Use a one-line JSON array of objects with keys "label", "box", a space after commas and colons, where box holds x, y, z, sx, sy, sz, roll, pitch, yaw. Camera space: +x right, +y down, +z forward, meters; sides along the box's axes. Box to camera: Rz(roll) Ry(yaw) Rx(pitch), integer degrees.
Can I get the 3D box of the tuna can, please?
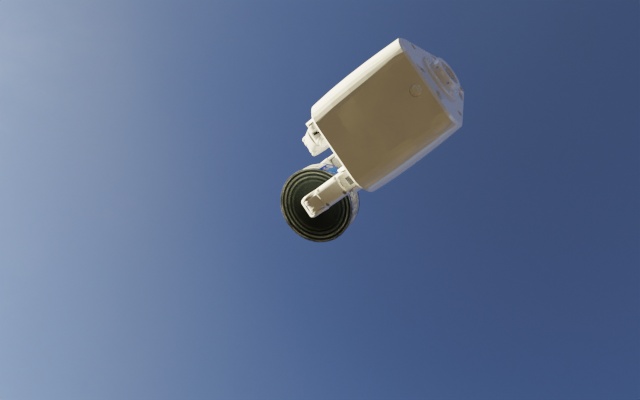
[{"label": "tuna can", "box": [0.000, 0.002, 0.542, 0.086, 0.086, 0.033, 0, 17, 24]}]
